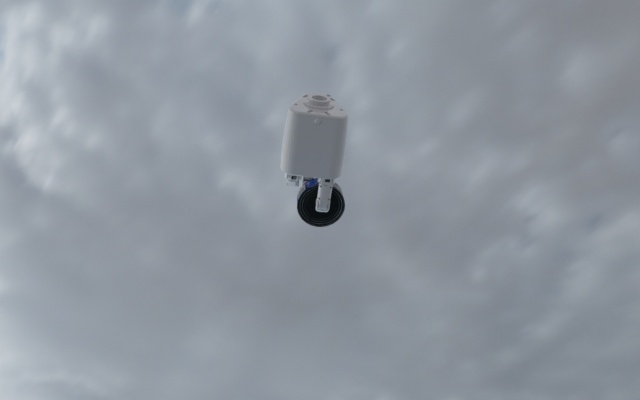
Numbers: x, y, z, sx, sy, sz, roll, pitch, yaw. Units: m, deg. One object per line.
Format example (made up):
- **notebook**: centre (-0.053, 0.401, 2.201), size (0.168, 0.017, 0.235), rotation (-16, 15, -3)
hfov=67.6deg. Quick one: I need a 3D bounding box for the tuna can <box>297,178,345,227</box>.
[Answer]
- **tuna can**: centre (0.000, 0.003, 0.860), size (0.086, 0.086, 0.033), rotation (0, 28, -3)
